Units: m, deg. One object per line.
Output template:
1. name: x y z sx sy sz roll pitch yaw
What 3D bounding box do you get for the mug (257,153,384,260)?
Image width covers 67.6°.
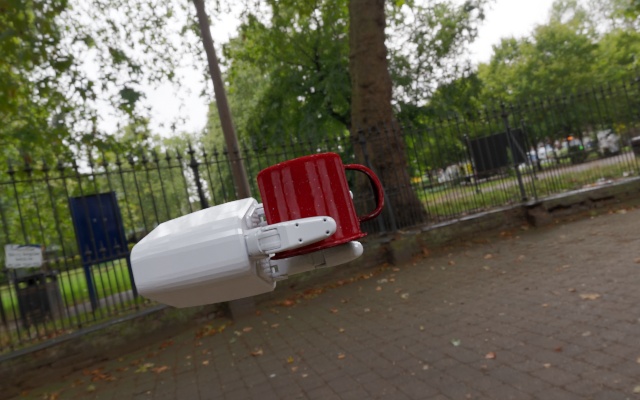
1. mug: 0.001 0.001 0.444 0.117 0.081 0.093 -15 -2 2
